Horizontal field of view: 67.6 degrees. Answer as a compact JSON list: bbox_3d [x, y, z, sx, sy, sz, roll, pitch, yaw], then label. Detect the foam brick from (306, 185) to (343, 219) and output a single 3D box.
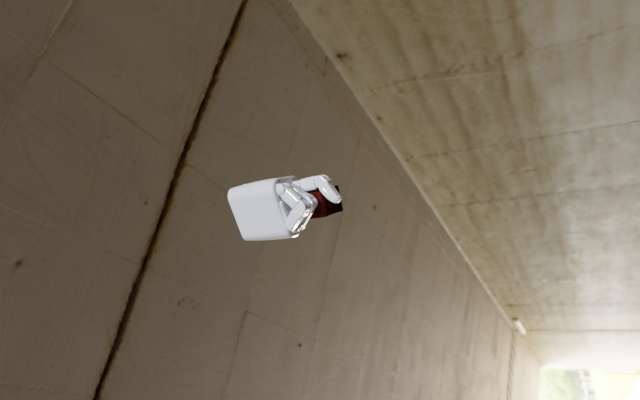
[{"bbox_3d":[0.000,0.003,0.899,0.051,0.053,0.078,-8,3,28],"label":"foam brick"}]
